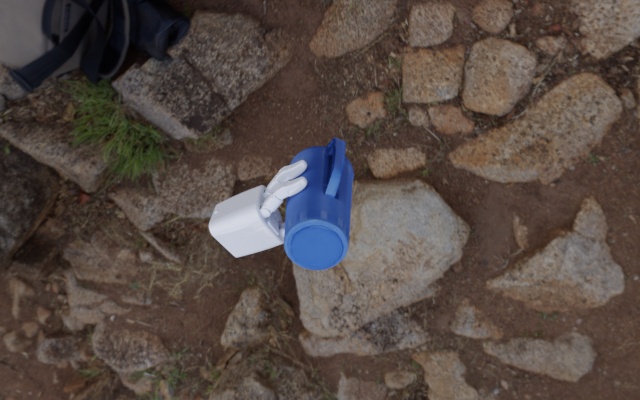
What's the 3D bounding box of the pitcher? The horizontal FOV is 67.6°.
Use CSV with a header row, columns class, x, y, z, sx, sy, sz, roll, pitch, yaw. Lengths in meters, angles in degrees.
class,x,y,z,sx,sy,sz,roll,pitch,yaw
pitcher,0.000,0.003,0.874,0.145,0.149,0.242,-18,31,13
